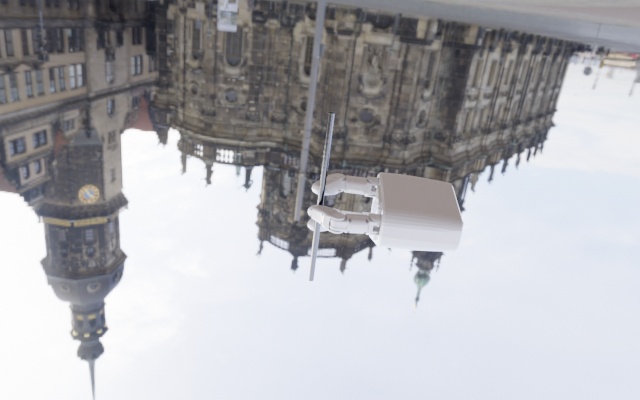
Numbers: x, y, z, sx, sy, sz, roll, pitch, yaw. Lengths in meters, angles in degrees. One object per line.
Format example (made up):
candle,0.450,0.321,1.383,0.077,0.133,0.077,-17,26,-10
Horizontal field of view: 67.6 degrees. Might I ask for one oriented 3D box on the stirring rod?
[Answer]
stirring rod,0.000,0.002,0.640,0.011,0.240,0.011,6,21,-2
